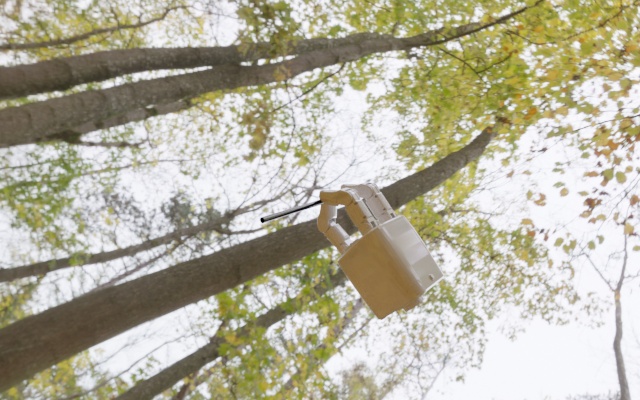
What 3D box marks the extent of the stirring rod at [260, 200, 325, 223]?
[{"bbox_3d":[0.000,0.002,0.680,0.011,0.011,0.239,0,11,37],"label":"stirring rod"}]
